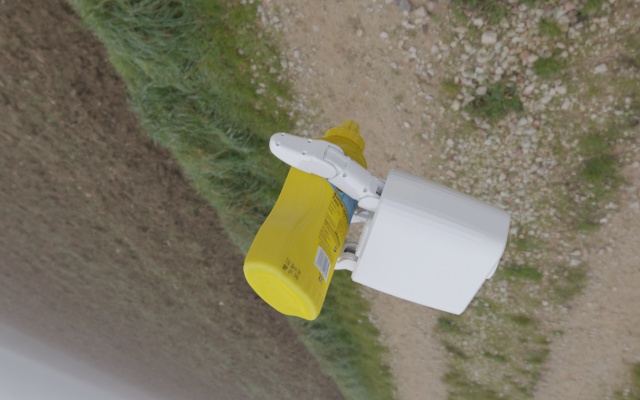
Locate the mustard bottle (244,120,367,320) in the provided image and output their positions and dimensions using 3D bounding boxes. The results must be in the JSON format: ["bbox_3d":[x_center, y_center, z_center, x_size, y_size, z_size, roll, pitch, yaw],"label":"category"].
[{"bbox_3d":[0.000,0.002,0.430,0.058,0.191,0.096,6,-34,27],"label":"mustard bottle"}]
